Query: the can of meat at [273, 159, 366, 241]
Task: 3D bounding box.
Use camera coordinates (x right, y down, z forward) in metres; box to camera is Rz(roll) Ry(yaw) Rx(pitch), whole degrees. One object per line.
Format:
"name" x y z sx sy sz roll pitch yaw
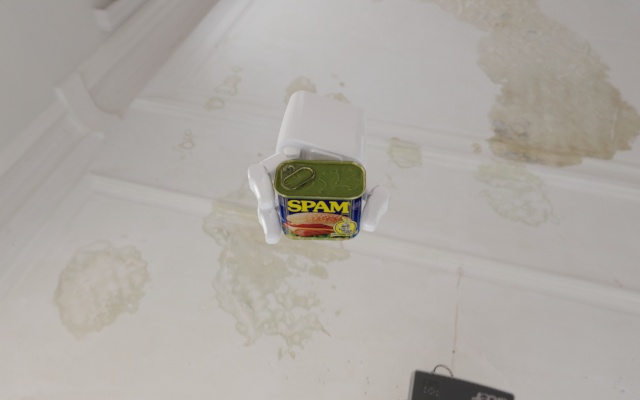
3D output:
"can of meat" 0.000 0.002 0.559 0.102 0.057 0.084 2 -41 3
